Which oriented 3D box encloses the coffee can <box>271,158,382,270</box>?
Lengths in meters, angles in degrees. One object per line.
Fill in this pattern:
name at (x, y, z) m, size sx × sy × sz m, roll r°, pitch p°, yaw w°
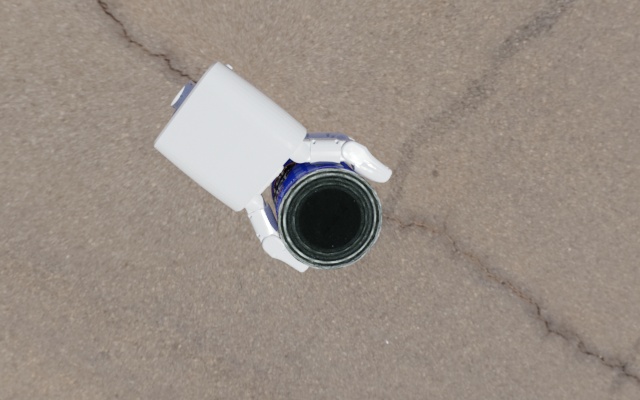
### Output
coffee can at (0.000, 0.002, 0.523) m, size 0.103 × 0.103 × 0.140 m, roll 0°, pitch 14°, yaw -8°
